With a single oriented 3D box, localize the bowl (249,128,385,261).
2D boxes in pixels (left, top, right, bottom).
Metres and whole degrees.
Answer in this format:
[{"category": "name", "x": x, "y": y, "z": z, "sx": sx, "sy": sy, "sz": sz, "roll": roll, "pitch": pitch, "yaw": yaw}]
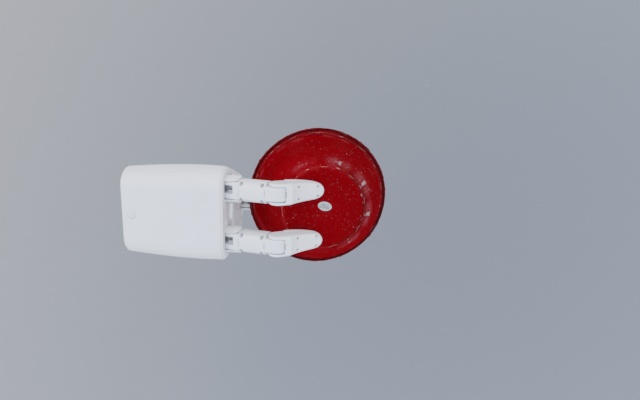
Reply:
[{"category": "bowl", "x": 0.001, "y": 0.002, "z": 0.538, "sx": 0.162, "sy": 0.162, "sz": 0.055, "roll": 0, "pitch": 14, "yaw": -7}]
